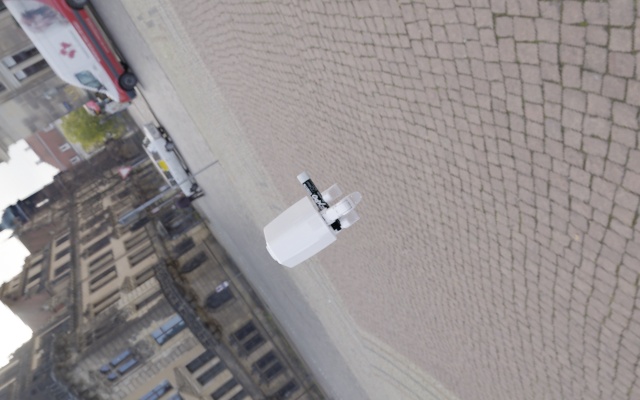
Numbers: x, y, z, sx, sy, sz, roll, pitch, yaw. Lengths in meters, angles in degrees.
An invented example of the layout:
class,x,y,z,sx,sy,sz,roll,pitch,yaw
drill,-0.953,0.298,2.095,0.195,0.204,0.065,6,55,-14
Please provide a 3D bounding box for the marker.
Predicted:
class,x,y,z,sx,sy,sz,roll,pitch,yaw
marker,0.000,0.003,0.842,0.020,0.121,0.020,-35,1,1
